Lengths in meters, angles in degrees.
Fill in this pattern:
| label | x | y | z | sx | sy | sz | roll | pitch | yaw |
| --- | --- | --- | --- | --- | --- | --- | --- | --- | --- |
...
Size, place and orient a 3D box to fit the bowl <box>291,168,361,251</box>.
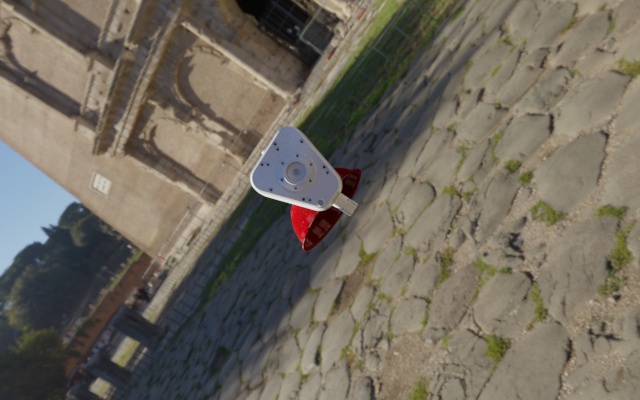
| label | x | y | z | sx | sy | sz | roll | pitch | yaw |
| --- | --- | --- | --- | --- | --- | --- | --- | --- | --- |
| bowl | 0.000 | 0.003 | 0.794 | 0.055 | 0.162 | 0.162 | 34 | 10 | 15 |
